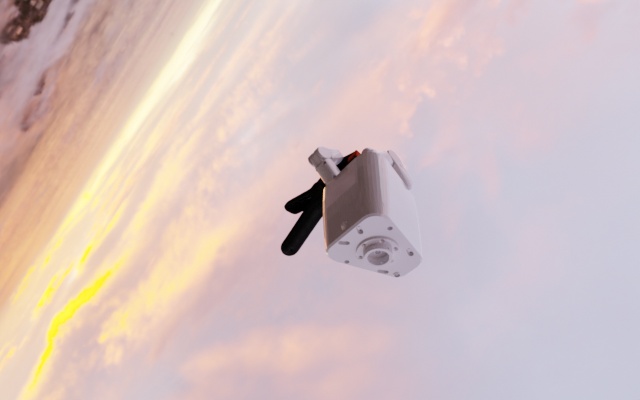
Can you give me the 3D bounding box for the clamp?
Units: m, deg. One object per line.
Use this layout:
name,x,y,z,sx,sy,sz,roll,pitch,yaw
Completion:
clamp,0.001,0.002,0.668,0.039,0.120,0.171,31,-54,-25
